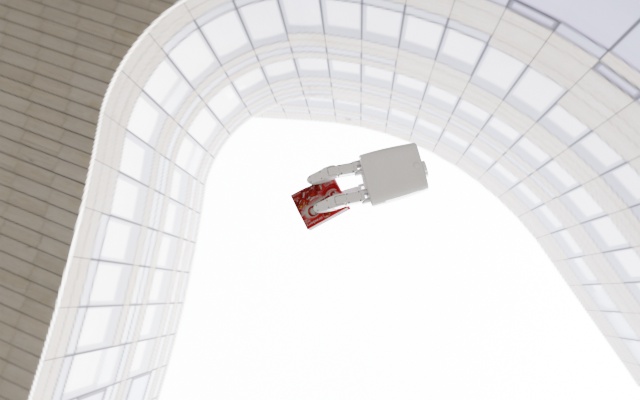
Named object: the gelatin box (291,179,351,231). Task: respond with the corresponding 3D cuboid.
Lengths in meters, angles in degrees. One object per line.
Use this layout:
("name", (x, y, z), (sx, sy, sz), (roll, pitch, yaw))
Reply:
("gelatin box", (0.000, 0.003, 0.884), (0.089, 0.073, 0.030), (-29, -14, 6))
